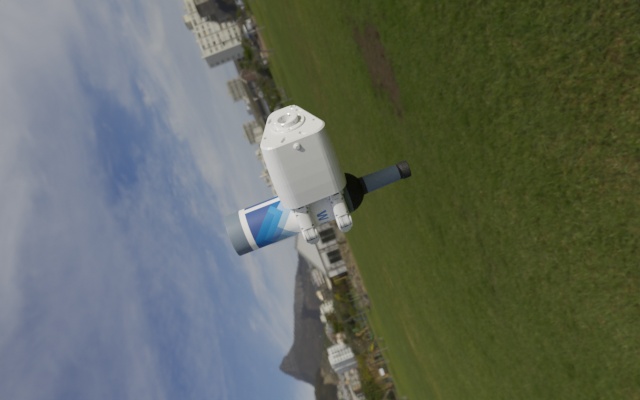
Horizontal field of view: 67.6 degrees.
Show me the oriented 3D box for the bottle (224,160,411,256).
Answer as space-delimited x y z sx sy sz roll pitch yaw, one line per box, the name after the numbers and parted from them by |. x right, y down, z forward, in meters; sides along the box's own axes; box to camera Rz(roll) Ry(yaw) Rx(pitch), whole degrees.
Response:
0.000 0.003 0.746 0.296 0.069 0.069 -21 0 -1 | bottle
